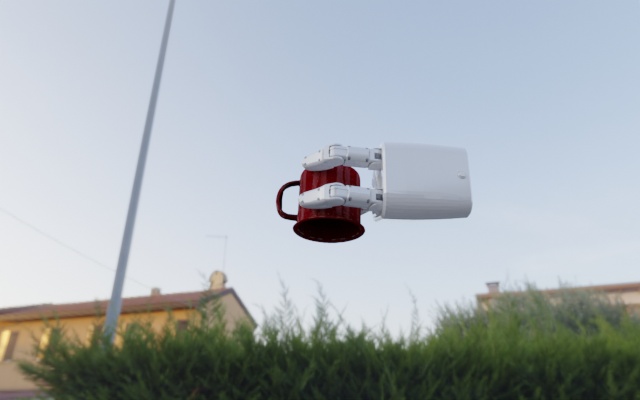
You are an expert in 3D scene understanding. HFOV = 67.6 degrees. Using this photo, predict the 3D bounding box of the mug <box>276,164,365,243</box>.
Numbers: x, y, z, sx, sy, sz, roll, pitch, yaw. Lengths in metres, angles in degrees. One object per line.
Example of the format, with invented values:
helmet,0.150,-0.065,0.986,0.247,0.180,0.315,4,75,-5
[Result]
mug,-0.001,0.002,0.627,0.117,0.081,0.093,3,-24,-2
